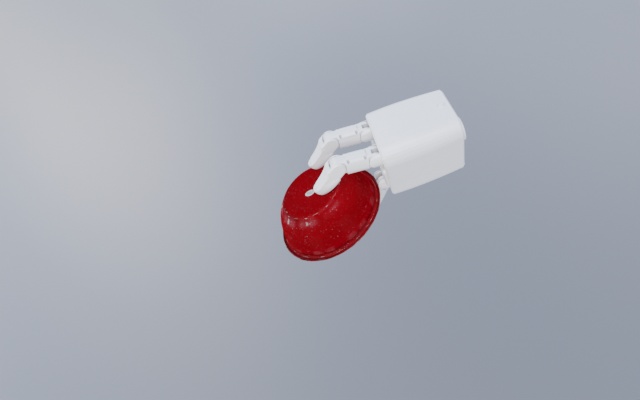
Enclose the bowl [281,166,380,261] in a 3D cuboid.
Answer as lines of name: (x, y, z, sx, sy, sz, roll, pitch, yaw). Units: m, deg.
bowl: (-0.001, 0.003, 0.670, 0.162, 0.162, 0.055, 0, -34, 39)
